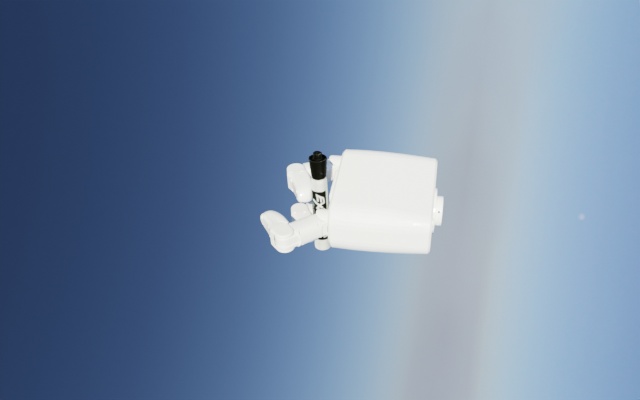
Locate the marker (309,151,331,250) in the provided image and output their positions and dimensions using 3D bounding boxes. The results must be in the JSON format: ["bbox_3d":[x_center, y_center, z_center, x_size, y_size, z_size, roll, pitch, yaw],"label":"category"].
[{"bbox_3d":[0.000,0.002,0.513,0.020,0.121,0.020,-2,34,2],"label":"marker"}]
